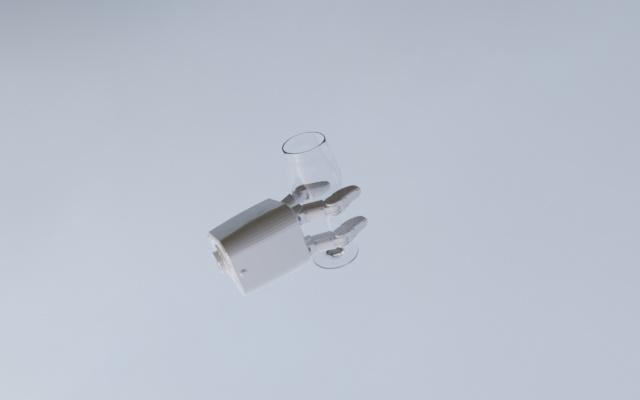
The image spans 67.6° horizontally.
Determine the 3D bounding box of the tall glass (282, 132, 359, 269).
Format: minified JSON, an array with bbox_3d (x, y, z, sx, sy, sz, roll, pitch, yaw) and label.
[{"bbox_3d":[0.000,0.003,0.702,0.079,0.201,0.079,-11,32,7],"label":"tall glass"}]
